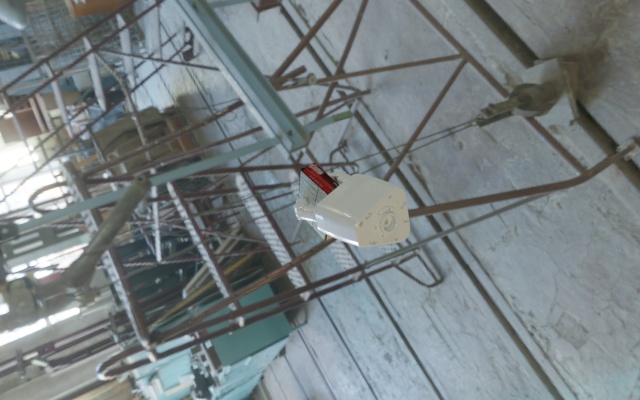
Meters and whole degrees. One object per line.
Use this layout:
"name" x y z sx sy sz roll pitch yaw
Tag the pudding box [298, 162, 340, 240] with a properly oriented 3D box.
"pudding box" 0.000 0.003 0.849 0.039 0.114 0.090 -24 52 -30
